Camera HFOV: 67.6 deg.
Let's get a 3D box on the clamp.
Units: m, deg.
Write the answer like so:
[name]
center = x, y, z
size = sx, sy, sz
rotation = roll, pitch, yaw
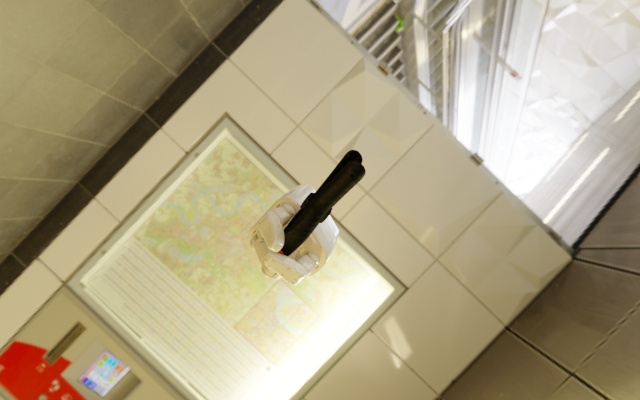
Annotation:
[clamp]
center = 0.000, 0.003, 0.613
size = 0.171, 0.039, 0.120
rotation = -46, 1, 20
